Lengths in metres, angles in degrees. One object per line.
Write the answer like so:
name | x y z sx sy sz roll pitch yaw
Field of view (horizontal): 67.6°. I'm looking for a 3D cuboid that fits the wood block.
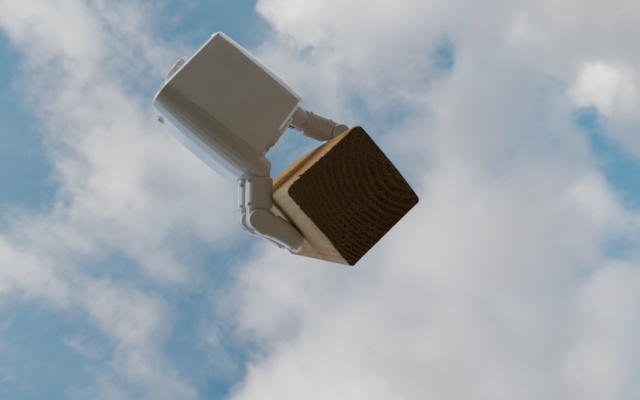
wood block | 0.000 0.001 0.502 0.091 0.090 0.206 -43 9 -15
